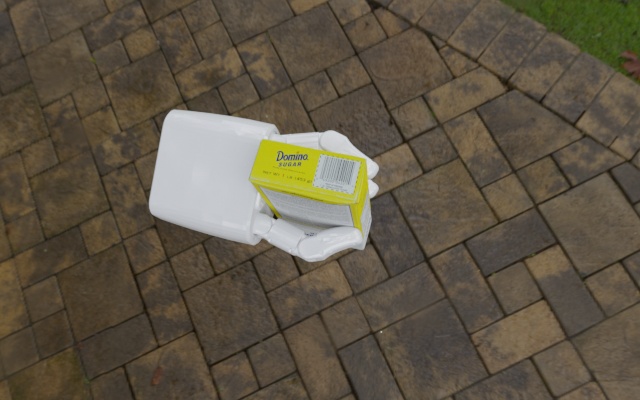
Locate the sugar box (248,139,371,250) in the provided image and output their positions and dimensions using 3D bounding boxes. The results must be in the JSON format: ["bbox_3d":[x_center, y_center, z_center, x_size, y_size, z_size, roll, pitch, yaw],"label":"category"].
[{"bbox_3d":[0.000,0.001,0.466,0.093,0.048,0.176,13,-13,10],"label":"sugar box"}]
